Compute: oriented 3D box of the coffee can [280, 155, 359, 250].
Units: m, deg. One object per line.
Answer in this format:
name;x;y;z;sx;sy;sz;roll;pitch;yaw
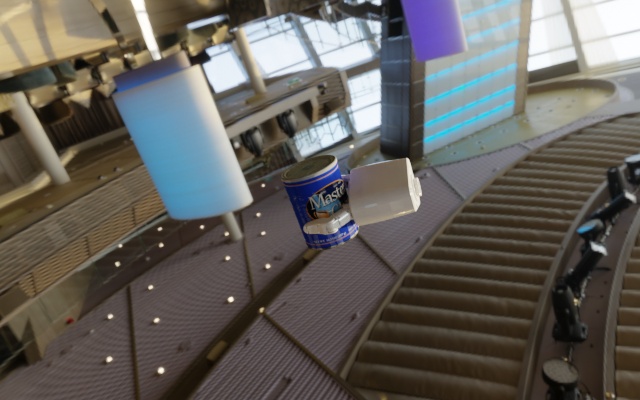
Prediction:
coffee can;0.000;0.003;0.853;0.103;0.140;0.102;-17;20;6
